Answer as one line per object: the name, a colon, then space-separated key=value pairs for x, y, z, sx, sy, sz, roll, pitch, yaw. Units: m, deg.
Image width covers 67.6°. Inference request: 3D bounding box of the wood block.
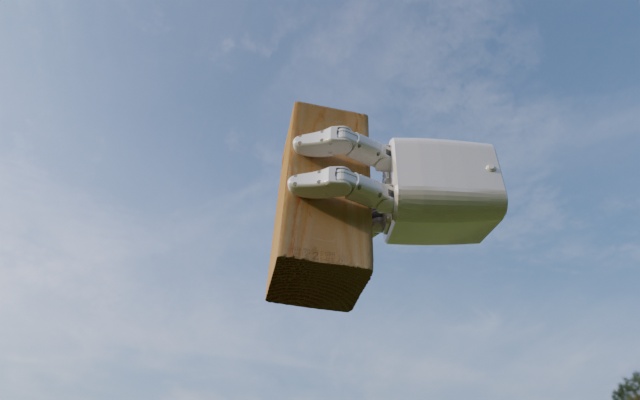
wood block: x=0.000 y=0.002 z=0.511 sx=0.090 sy=0.206 sz=0.091 roll=9 pitch=-40 yaw=-7
